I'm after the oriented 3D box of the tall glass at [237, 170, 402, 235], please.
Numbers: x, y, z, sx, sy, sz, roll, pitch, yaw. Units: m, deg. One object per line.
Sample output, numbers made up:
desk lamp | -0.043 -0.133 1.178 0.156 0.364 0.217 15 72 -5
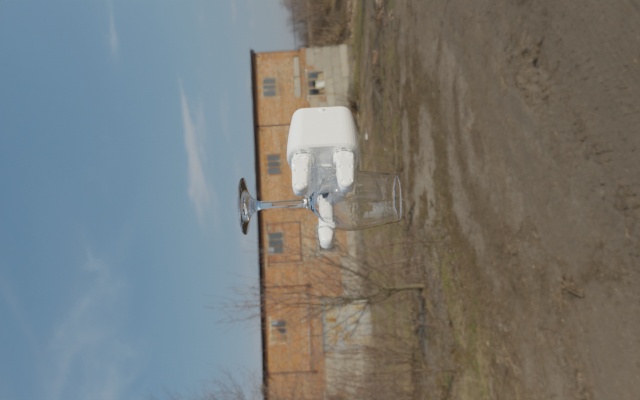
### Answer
tall glass | -0.001 0.002 0.614 0.201 0.079 0.079 -3 0 2
